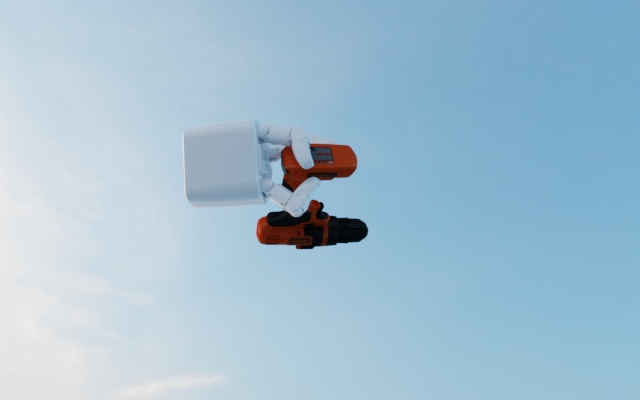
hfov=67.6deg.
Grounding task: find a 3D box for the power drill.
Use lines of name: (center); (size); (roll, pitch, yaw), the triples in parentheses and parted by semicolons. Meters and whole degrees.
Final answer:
power drill: (0.000, 0.002, 0.726); (0.184, 0.188, 0.057); (-1, 44, -14)
